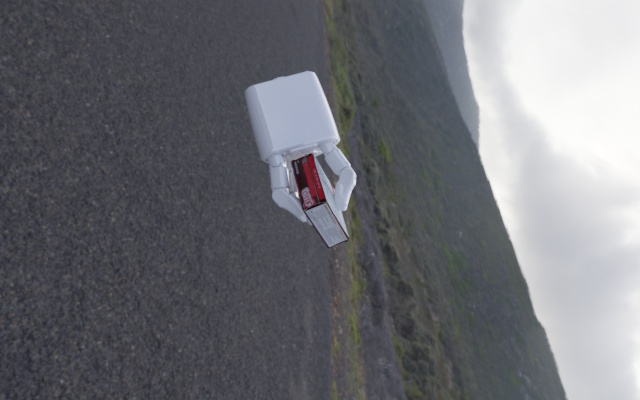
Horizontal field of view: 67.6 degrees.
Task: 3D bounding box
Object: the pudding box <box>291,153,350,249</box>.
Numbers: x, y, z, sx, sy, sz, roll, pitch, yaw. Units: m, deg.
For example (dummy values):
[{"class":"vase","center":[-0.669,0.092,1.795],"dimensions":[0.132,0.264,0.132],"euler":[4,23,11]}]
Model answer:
[{"class":"pudding box","center":[0.000,0.002,0.671],"dimensions":[0.039,0.090,0.114],"euler":[-22,-37,10]}]
